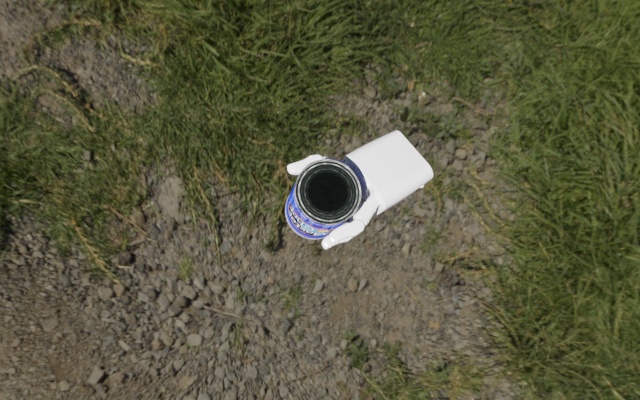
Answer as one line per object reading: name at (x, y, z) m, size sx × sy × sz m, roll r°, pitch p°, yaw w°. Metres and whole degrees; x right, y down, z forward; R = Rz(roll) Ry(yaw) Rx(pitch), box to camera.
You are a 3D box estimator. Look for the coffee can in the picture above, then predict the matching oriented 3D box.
coffee can at (0.000, 0.003, 0.778) m, size 0.103 × 0.102 × 0.140 m, roll 0°, pitch -13°, yaw -10°
